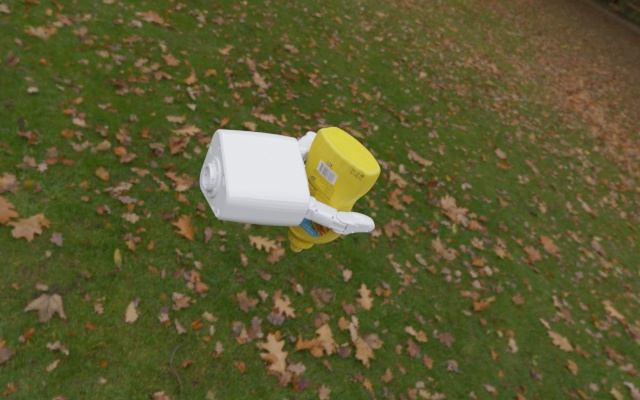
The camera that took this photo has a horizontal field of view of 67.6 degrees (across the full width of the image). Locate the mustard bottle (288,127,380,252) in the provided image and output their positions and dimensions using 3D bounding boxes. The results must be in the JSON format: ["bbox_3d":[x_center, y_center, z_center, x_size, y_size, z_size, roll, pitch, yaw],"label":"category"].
[{"bbox_3d":[0.000,0.002,0.653,0.096,0.192,0.058,45,38,21],"label":"mustard bottle"}]
